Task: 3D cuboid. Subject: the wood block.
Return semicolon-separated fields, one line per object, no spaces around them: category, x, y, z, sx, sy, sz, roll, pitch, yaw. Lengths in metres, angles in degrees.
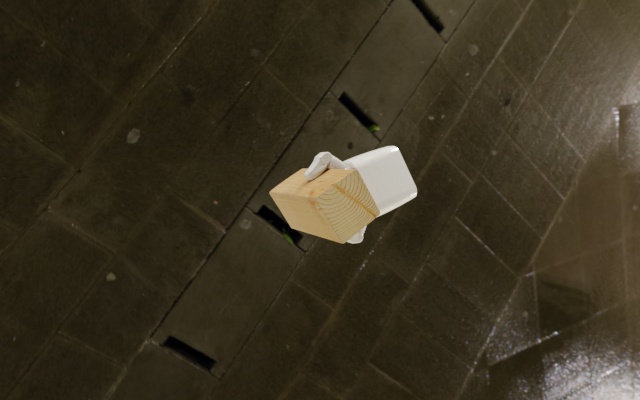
wood block;0.000;0.002;0.853;0.090;0.091;0.206;-37;19;-20
